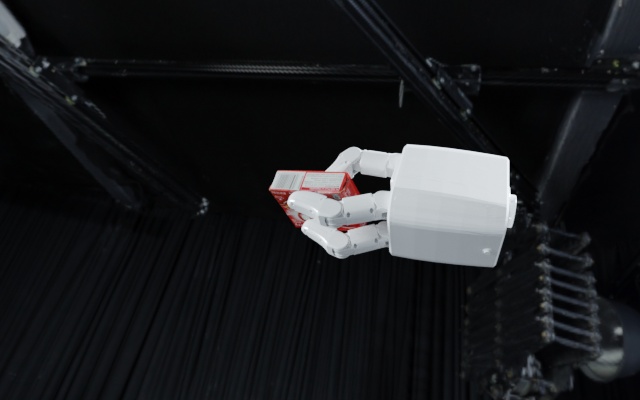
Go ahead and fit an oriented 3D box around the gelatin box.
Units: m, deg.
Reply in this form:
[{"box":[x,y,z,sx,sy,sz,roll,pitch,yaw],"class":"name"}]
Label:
[{"box":[0.000,0.001,0.515,0.089,0.030,0.073,3,-34,29],"class":"gelatin box"}]
